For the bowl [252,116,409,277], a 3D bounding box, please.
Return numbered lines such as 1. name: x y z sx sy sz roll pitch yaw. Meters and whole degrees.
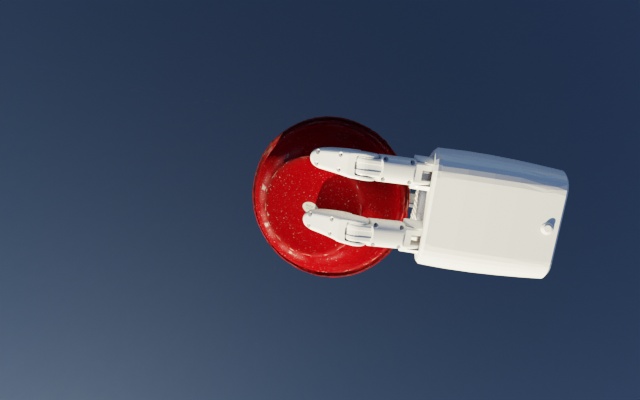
1. bowl: -0.001 0.002 0.452 0.162 0.162 0.055 0 8 17
